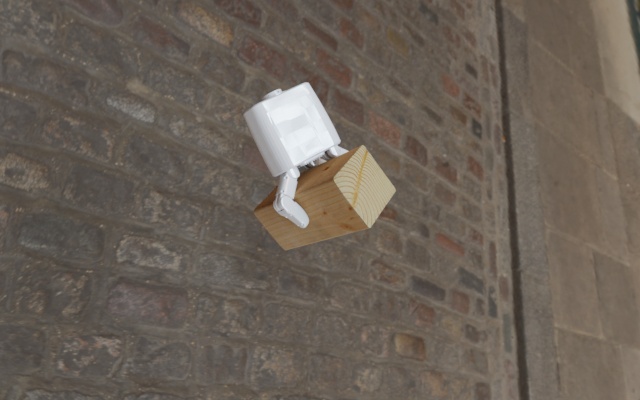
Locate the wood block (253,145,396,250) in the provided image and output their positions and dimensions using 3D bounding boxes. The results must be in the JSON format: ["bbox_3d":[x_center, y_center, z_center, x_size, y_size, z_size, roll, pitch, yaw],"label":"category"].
[{"bbox_3d":[0.000,0.002,0.744,0.206,0.090,0.090,-20,23,49],"label":"wood block"}]
